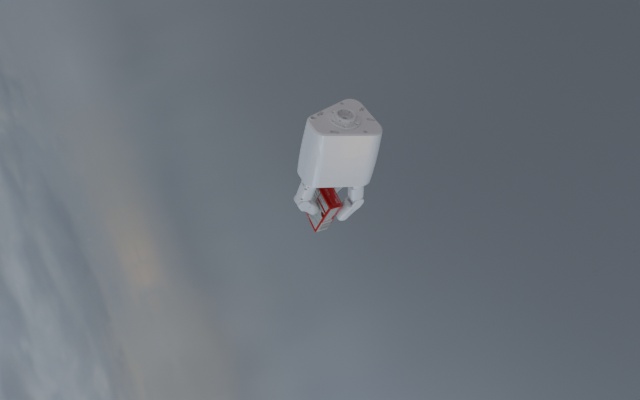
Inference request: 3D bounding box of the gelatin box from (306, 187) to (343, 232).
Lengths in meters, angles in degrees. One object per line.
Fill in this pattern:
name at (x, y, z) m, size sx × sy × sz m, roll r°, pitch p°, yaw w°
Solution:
gelatin box at (0.000, 0.003, 0.845) m, size 0.030 × 0.073 × 0.089 m, roll -14°, pitch -25°, yaw -28°
